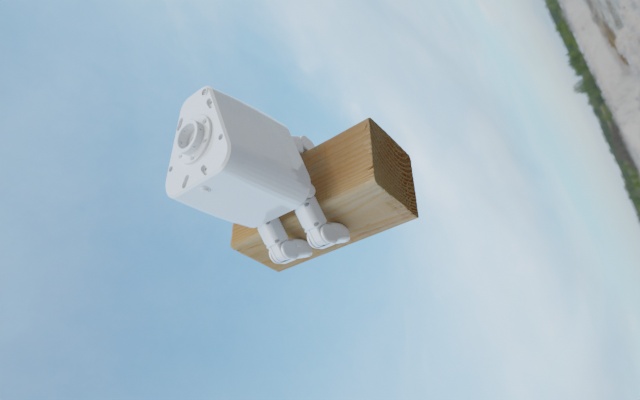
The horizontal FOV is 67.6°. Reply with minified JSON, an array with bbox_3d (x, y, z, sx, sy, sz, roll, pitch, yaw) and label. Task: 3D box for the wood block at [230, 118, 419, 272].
[{"bbox_3d":[0.000,0.001,0.565,0.206,0.090,0.090,-25,-41,31],"label":"wood block"}]
